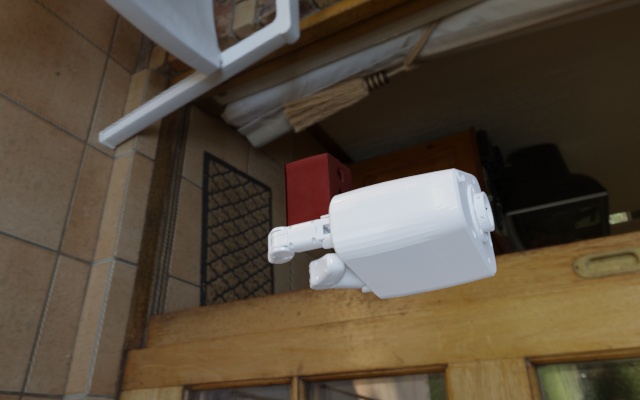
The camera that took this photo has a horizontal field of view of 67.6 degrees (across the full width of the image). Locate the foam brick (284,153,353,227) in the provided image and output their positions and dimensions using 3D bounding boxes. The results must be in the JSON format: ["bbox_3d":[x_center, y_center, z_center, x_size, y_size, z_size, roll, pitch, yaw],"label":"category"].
[{"bbox_3d":[0.000,0.001,0.468,0.051,0.078,0.053,-16,-25,27],"label":"foam brick"}]
